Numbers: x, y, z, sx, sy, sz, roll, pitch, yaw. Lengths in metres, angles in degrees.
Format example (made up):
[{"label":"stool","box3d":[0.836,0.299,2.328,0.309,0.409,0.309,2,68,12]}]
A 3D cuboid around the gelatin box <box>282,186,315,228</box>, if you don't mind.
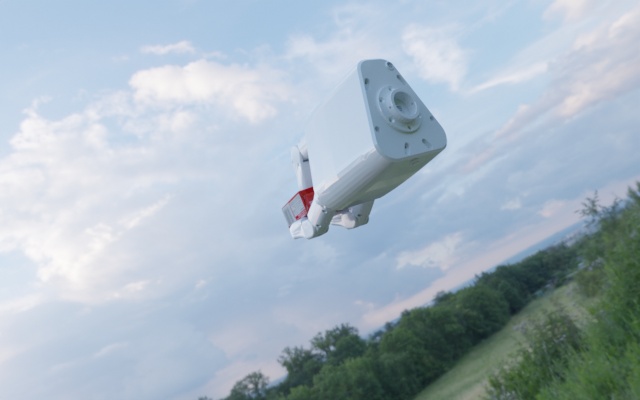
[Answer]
[{"label":"gelatin box","box3d":[0.000,0.002,0.577,0.073,0.030,0.089,-19,-8,-22]}]
